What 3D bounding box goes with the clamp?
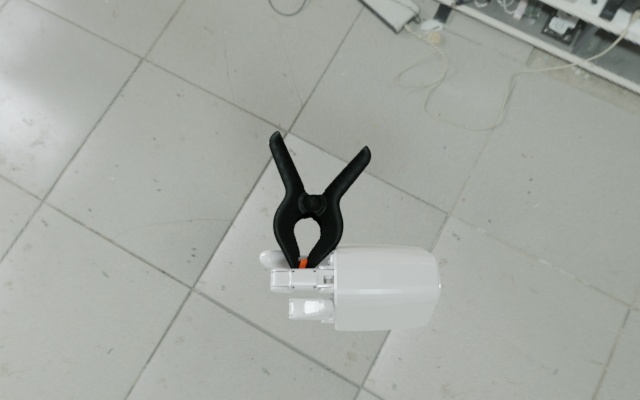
[{"bbox_3d":[0.000,0.002,0.543,0.120,0.171,0.039,-1,-14,1],"label":"clamp"}]
